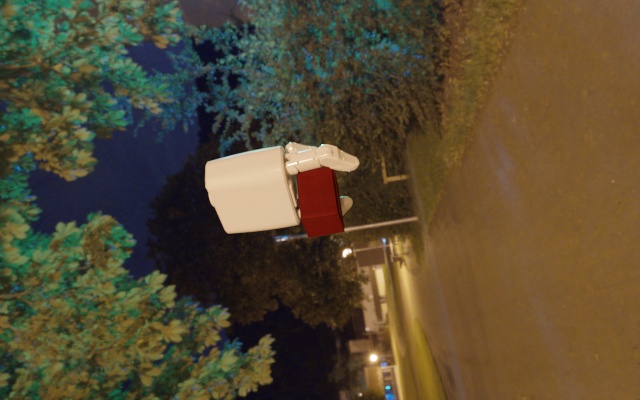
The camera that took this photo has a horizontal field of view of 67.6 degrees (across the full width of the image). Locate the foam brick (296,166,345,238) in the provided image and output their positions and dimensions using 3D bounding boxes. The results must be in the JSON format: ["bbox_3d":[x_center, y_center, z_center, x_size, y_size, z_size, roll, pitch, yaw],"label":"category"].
[{"bbox_3d":[0.000,0.002,0.634,0.051,0.078,0.053,-10,-32,4],"label":"foam brick"}]
